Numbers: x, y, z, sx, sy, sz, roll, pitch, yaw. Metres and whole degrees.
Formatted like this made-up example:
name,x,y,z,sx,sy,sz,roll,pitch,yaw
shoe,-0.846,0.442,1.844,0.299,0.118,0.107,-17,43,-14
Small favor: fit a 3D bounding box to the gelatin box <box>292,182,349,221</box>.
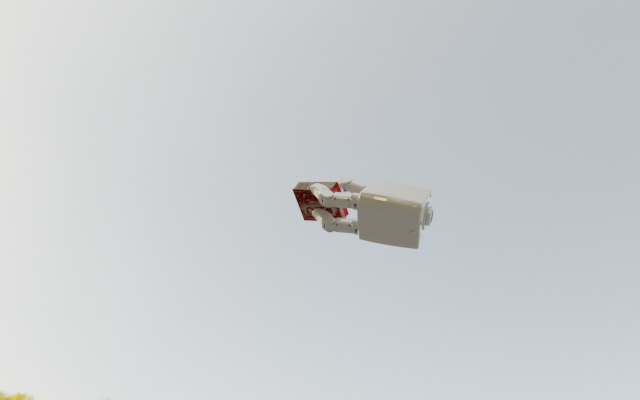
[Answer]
name,x,y,z,sx,sy,sz,roll,pitch,yaw
gelatin box,0.000,0.003,0.881,0.089,0.073,0.030,2,37,32
